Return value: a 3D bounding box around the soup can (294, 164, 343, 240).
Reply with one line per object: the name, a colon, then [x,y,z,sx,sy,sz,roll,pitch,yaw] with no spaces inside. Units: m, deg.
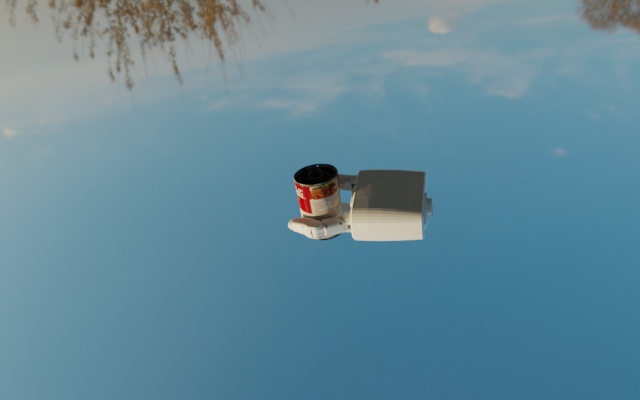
soup can: [0.000,0.003,0.747,0.068,0.102,0.068,-7,31,4]
